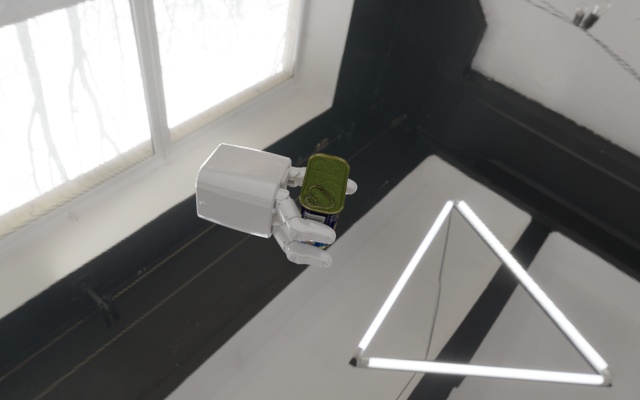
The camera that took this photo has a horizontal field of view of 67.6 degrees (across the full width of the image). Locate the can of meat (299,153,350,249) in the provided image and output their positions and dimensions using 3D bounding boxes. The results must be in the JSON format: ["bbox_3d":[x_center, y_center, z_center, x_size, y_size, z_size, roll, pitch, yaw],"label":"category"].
[{"bbox_3d":[0.000,0.002,0.648,0.057,0.102,0.084,12,-42,-1],"label":"can of meat"}]
